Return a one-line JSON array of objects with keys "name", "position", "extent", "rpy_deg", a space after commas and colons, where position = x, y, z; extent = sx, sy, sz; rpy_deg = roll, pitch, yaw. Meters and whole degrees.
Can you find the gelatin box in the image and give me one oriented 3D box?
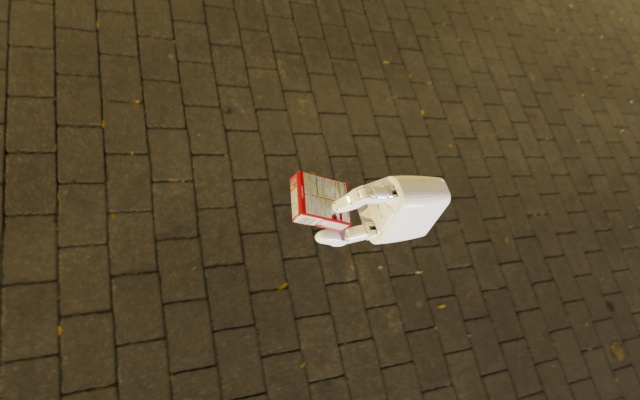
[{"name": "gelatin box", "position": [0.000, 0.002, 0.705], "extent": [0.089, 0.073, 0.030], "rpy_deg": [13, -33, -30]}]
